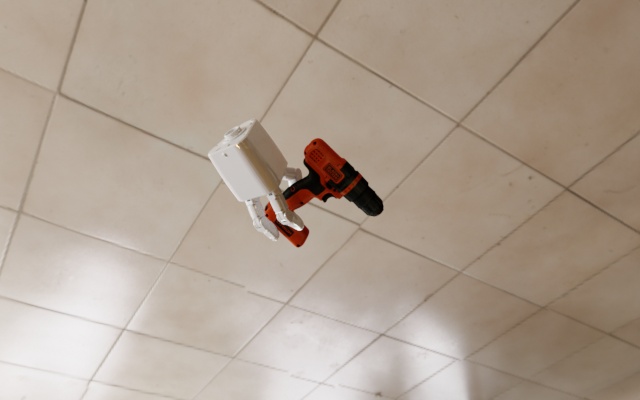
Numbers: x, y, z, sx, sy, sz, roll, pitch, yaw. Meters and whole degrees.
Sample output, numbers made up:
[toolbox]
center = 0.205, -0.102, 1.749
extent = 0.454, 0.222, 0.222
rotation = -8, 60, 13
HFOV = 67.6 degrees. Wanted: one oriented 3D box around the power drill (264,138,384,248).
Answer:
[power drill]
center = 0.000, 0.003, 0.899
extent = 0.188, 0.184, 0.057
rotation = -43, 5, 20
